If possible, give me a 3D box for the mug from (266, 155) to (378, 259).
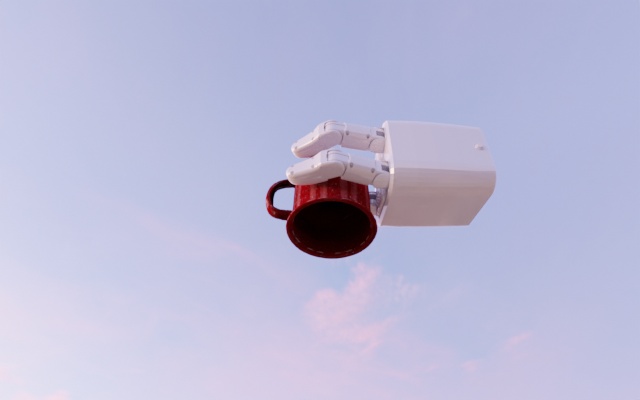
[{"bbox_3d":[-0.001,0.002,0.512,0.117,0.093,0.081,3,45,-2],"label":"mug"}]
